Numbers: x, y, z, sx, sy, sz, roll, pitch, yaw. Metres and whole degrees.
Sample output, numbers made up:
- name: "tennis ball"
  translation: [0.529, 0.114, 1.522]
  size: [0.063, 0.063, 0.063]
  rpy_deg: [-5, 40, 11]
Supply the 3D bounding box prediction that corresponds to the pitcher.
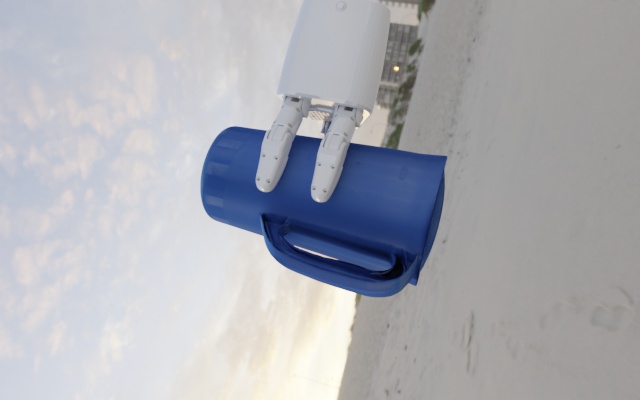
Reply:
- name: "pitcher"
  translation: [0.000, 0.001, 0.495]
  size: [0.243, 0.145, 0.149]
  rpy_deg: [13, -1, 14]
